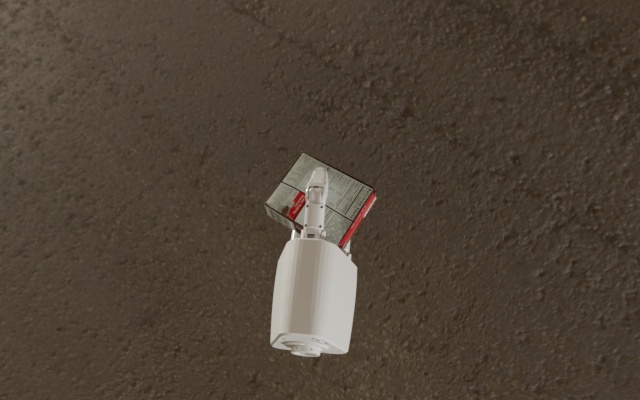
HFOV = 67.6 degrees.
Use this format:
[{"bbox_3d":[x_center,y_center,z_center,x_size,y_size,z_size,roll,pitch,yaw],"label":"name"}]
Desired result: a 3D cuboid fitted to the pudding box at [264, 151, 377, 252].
[{"bbox_3d":[0.000,0.002,0.593,0.113,0.090,0.039,29,-18,17],"label":"pudding box"}]
